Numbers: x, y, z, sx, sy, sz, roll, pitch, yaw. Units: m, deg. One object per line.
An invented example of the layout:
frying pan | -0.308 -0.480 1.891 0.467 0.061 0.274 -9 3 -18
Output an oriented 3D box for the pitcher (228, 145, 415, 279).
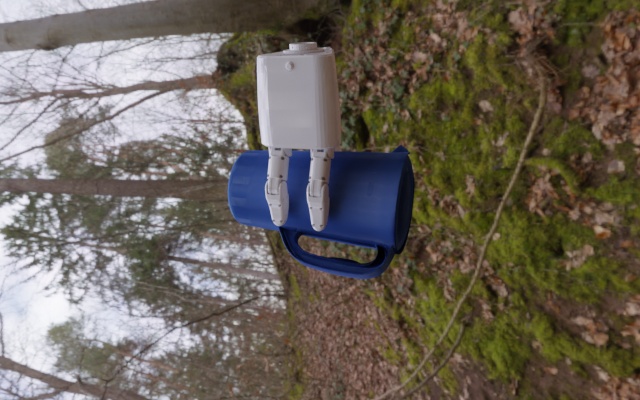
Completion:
pitcher | 0.000 0.002 0.646 0.243 0.145 0.149 6 23 19
